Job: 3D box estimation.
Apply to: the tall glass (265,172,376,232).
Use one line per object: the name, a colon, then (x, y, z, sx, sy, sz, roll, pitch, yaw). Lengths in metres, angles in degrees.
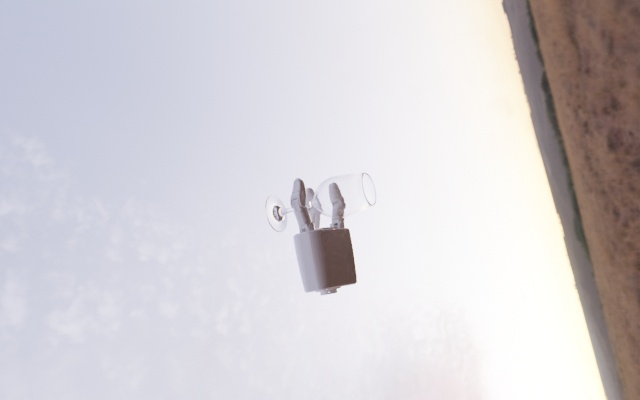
tall glass: (-0.001, 0.003, 0.890, 0.201, 0.079, 0.079, -15, -7, 26)
